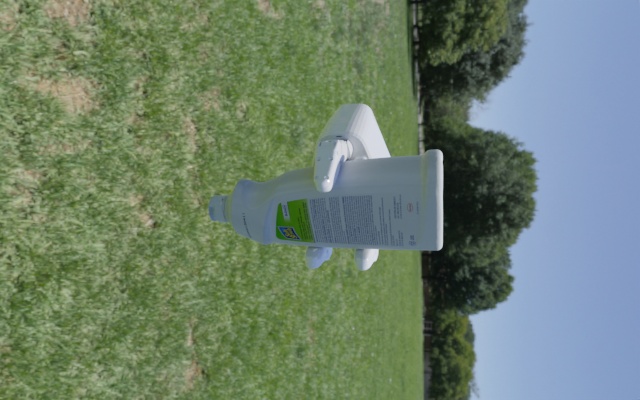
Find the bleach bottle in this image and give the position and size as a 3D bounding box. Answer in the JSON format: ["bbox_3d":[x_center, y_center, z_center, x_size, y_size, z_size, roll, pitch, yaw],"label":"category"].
[{"bbox_3d":[0.000,0.002,0.506,0.251,0.103,0.068,0,31,14],"label":"bleach bottle"}]
